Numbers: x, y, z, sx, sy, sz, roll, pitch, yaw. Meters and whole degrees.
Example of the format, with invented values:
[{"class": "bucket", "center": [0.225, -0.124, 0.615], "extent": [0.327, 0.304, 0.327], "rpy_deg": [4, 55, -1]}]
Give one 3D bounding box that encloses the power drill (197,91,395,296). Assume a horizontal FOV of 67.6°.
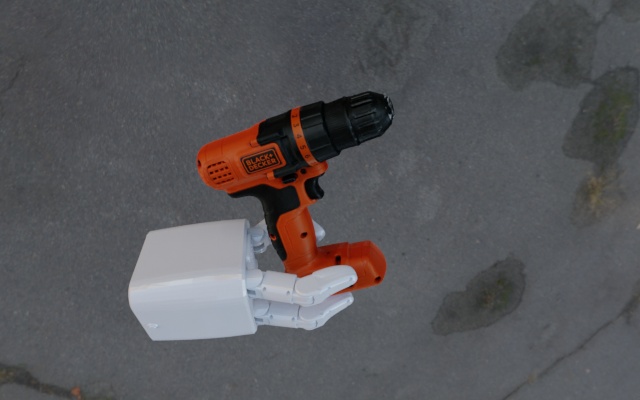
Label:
[{"class": "power drill", "center": [0.000, 0.002, 0.454], "extent": [0.184, 0.188, 0.057], "rpy_deg": [-15, 26, 17]}]
